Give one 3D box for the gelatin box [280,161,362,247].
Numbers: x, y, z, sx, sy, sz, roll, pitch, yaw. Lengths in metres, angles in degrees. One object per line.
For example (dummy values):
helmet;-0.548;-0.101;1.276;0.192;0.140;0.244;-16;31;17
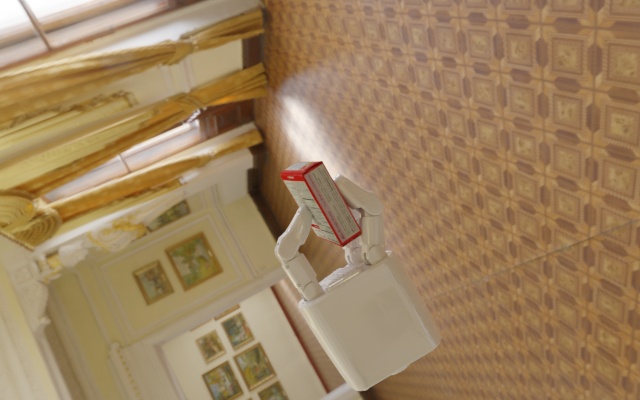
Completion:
gelatin box;0.000;0.002;0.507;0.030;0.089;0.073;-35;15;-16
